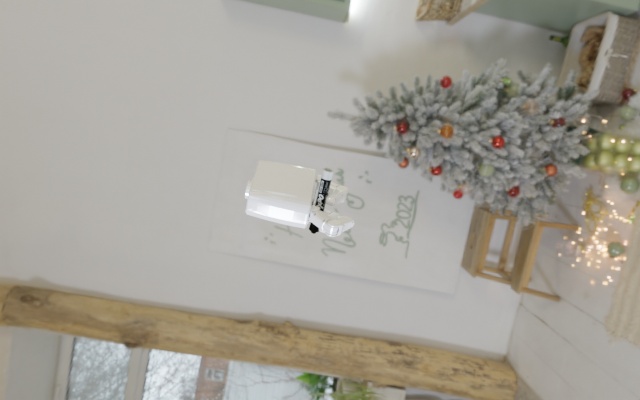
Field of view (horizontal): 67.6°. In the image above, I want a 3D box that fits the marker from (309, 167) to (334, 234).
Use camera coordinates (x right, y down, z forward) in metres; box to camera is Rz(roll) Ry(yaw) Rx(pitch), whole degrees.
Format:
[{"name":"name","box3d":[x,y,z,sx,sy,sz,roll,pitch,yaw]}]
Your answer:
[{"name":"marker","box3d":[0.000,0.003,0.809,0.020,0.121,0.020,11,25,-5]}]
